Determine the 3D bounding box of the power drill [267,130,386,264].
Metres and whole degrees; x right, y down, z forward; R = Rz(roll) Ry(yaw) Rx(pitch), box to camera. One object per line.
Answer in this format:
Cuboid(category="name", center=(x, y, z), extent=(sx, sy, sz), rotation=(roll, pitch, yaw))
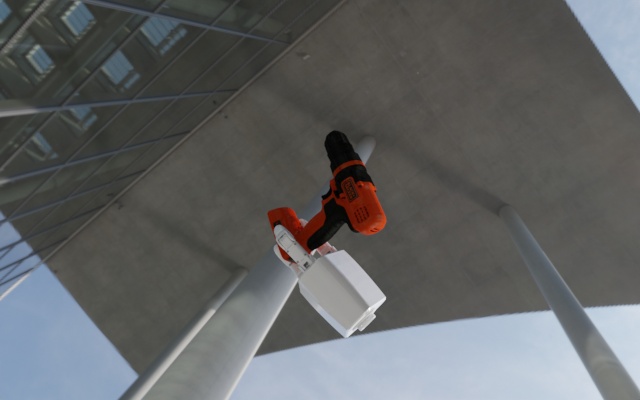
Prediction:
Cuboid(category="power drill", center=(0.000, 0.003, 0.769), extent=(0.188, 0.184, 0.057), rotation=(-37, -31, 28))
